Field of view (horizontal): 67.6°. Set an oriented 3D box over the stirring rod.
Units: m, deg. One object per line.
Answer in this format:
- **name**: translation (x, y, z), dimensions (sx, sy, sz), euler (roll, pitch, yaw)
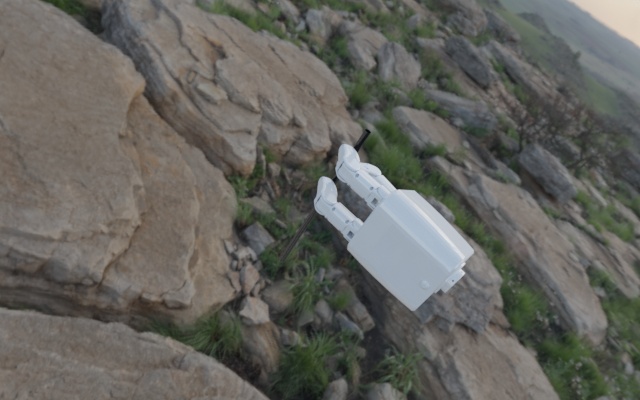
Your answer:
- **stirring rod**: translation (0.000, 0.002, 0.631), dimensions (0.011, 0.011, 0.240), euler (0, -44, -41)
